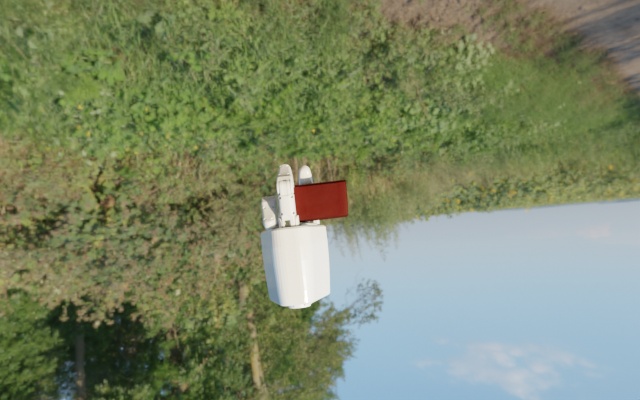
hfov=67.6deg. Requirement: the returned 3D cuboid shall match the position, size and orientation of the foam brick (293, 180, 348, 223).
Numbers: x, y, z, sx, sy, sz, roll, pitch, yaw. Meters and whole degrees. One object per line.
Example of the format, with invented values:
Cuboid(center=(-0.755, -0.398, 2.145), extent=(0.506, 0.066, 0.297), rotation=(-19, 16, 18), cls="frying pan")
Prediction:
Cuboid(center=(0.000, 0.002, 0.696), extent=(0.078, 0.051, 0.053), rotation=(-7, -6, 0), cls="foam brick")
